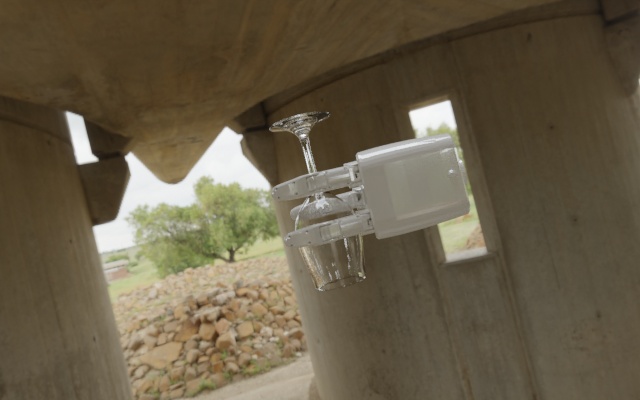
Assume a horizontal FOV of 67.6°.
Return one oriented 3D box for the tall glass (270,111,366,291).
[{"bbox_3d":[0.000,0.001,0.567,0.079,0.201,0.079,-14,-1,0],"label":"tall glass"}]
